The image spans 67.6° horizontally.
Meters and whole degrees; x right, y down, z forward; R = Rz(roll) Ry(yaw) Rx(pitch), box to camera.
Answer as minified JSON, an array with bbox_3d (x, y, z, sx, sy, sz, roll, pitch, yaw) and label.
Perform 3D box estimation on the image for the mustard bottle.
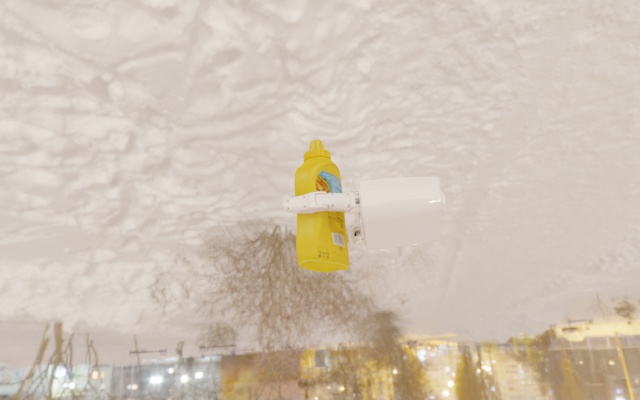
[{"bbox_3d":[0.000,0.003,0.684,0.058,0.191,0.096,-14,-21,29],"label":"mustard bottle"}]
